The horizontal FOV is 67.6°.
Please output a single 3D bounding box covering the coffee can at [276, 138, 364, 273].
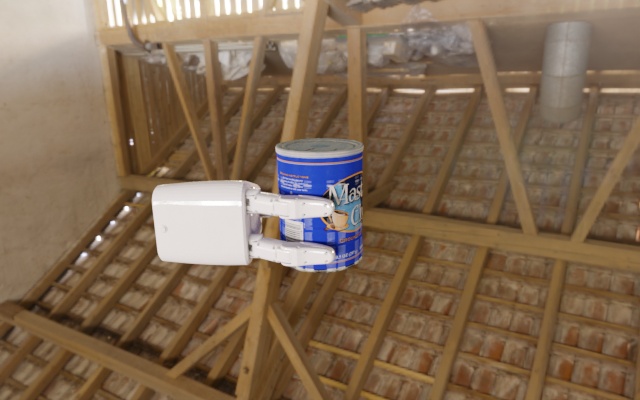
[{"bbox_3d":[0.000,0.002,0.575,0.103,0.140,0.102,-1,16,0],"label":"coffee can"}]
